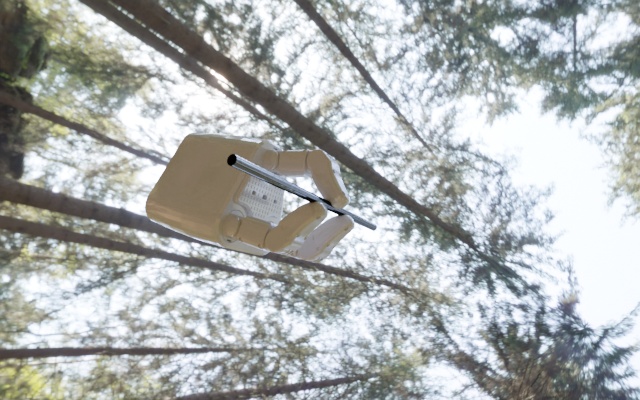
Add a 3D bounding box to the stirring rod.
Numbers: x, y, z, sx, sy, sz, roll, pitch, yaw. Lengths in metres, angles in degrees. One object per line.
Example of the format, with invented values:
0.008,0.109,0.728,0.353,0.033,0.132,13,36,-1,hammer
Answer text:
0.000,0.001,0.408,0.011,0.011,0.239,0,-13,29,stirring rod
